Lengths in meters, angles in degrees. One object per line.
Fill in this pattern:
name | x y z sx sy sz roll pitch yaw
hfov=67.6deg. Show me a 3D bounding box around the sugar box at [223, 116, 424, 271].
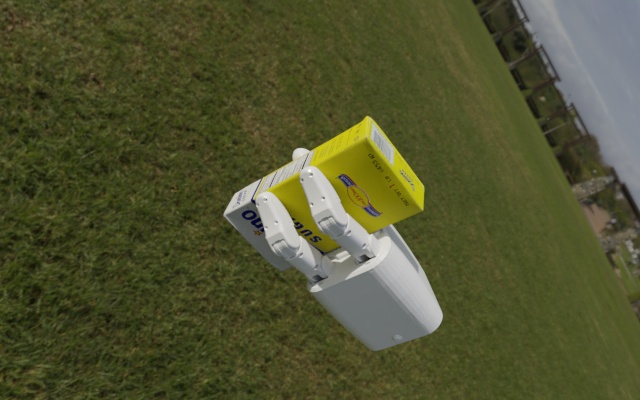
sugar box | 0.000 0.002 0.463 0.176 0.093 0.048 -29 26 28
